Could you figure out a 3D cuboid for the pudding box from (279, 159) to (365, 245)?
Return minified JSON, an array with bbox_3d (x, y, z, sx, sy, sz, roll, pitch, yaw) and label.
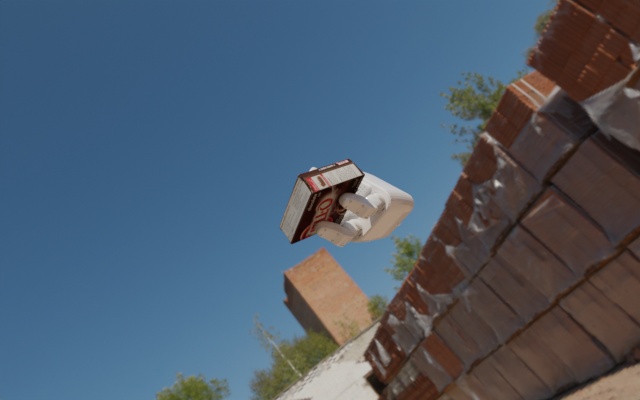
[{"bbox_3d":[0.000,0.002,0.648,0.090,0.039,0.114,-21,-32,-34],"label":"pudding box"}]
